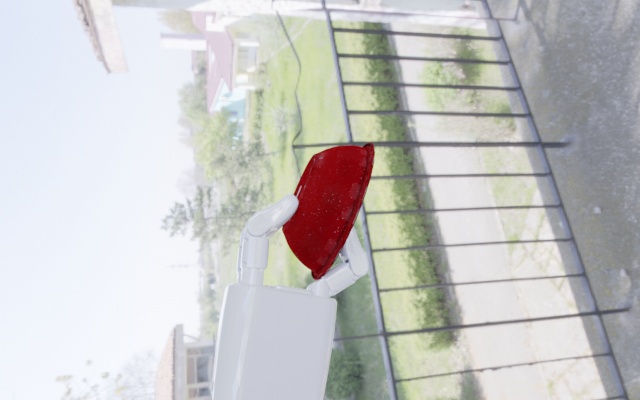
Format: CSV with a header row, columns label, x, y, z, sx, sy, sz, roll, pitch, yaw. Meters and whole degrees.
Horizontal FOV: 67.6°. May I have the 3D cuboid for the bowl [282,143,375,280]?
label,x,y,z,sx,sy,sz,roll,pitch,yaw
bowl,0.000,0.000,0.522,0.055,0.162,0.162,23,-3,-8
